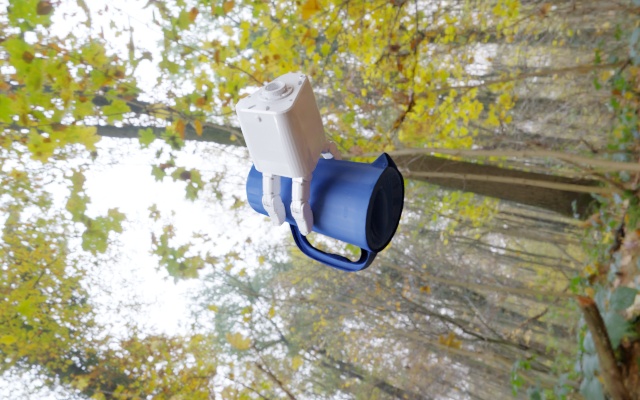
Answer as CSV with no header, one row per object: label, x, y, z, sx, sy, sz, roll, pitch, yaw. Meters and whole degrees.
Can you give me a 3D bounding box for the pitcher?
pitcher,0.000,0.002,0.767,0.243,0.145,0.149,12,50,31
